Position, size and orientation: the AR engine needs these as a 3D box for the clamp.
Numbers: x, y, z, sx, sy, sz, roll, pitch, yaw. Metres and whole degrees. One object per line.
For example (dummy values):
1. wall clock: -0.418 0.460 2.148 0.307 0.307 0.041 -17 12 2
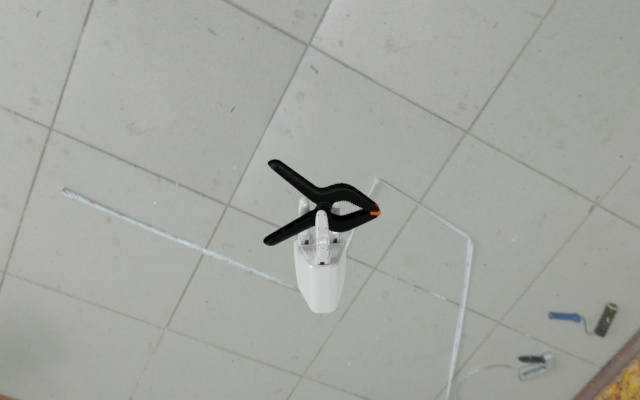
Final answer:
1. clamp: 0.001 0.003 0.829 0.210 0.165 0.036 -3 28 -3
